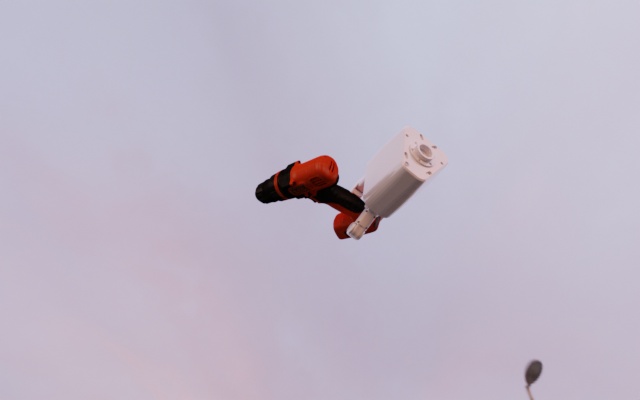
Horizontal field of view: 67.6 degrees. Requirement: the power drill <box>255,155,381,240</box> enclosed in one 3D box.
[{"bbox_3d":[0.001,0.003,0.831,0.188,0.057,0.184,33,-34,-34],"label":"power drill"}]
